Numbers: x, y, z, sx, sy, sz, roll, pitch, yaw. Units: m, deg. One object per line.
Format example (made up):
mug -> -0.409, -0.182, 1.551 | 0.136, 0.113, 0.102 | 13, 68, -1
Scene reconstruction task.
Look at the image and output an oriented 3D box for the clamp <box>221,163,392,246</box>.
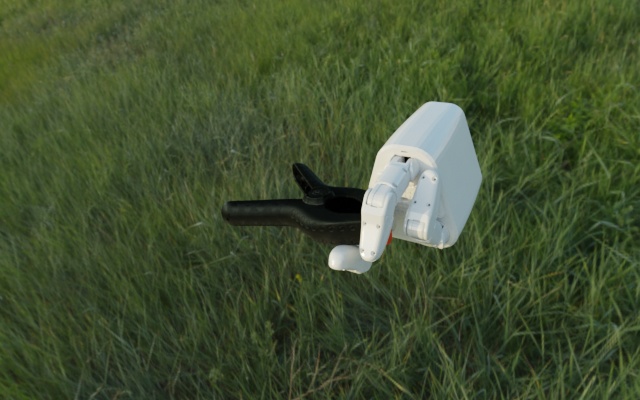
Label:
clamp -> 0.000, 0.001, 0.474 | 0.171, 0.039, 0.120 | 13, 40, 28
